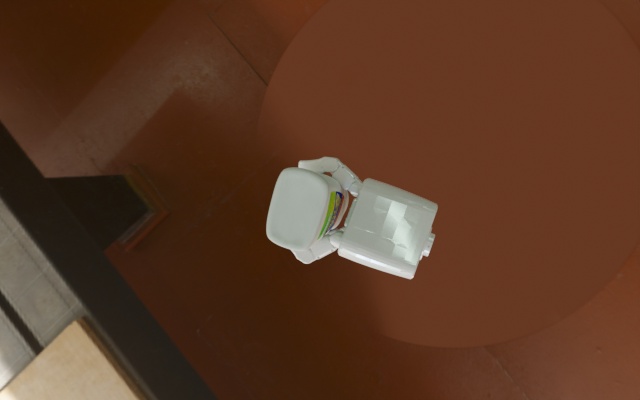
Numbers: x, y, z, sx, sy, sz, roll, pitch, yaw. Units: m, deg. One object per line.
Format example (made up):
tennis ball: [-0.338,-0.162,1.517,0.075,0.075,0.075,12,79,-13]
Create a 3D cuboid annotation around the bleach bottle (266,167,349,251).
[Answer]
bleach bottle: [0.000,0.002,0.685,0.068,0.102,0.251,19,9,12]
